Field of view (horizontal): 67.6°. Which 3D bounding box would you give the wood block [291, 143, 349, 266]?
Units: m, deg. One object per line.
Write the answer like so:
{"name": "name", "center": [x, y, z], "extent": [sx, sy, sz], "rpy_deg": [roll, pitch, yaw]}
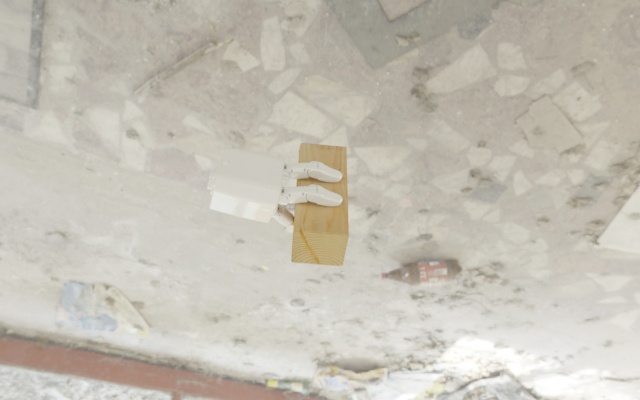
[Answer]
{"name": "wood block", "center": [0.000, 0.003, 0.844], "extent": [0.090, 0.206, 0.091], "rpy_deg": [5, -41, -3]}
